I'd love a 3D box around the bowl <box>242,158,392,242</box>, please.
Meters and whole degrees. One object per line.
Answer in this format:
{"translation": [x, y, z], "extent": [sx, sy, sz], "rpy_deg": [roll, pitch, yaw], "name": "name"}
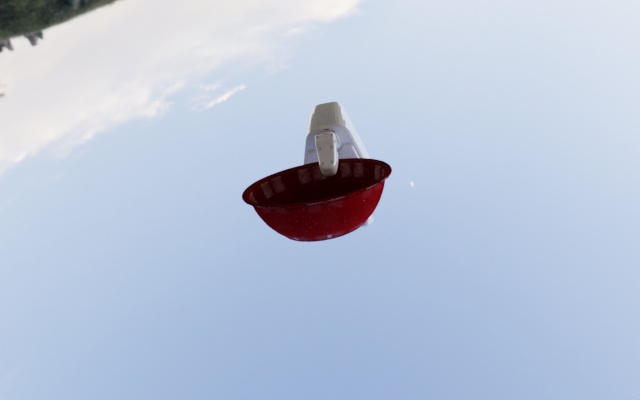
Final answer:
{"translation": [0.000, 0.003, 0.516], "extent": [0.162, 0.055, 0.162], "rpy_deg": [-10, 17, 3], "name": "bowl"}
